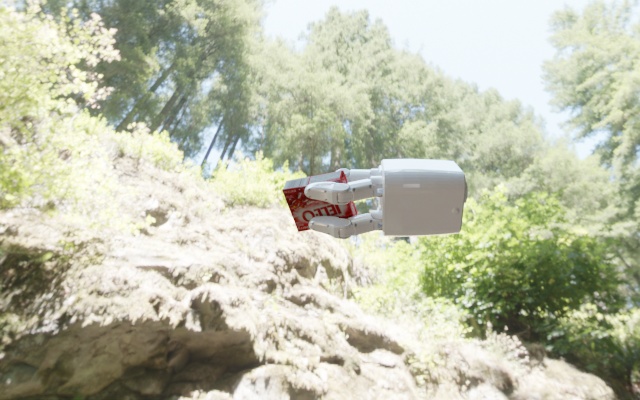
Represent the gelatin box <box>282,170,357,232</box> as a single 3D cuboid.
[{"bbox_3d":[0.000,0.002,0.667,0.089,0.073,0.030,-9,31,17],"label":"gelatin box"}]
